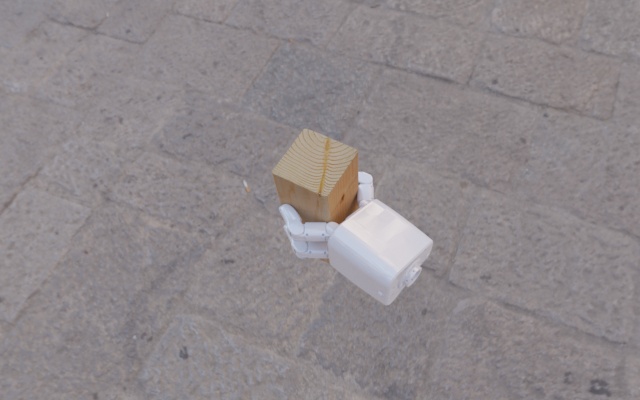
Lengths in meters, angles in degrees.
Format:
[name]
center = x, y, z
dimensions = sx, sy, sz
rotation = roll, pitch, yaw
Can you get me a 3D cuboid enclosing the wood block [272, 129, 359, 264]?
[wood block]
center = 0.001, 0.002, 0.730
dimensions = 0.090, 0.090, 0.206
rotation = 25, -28, 19
